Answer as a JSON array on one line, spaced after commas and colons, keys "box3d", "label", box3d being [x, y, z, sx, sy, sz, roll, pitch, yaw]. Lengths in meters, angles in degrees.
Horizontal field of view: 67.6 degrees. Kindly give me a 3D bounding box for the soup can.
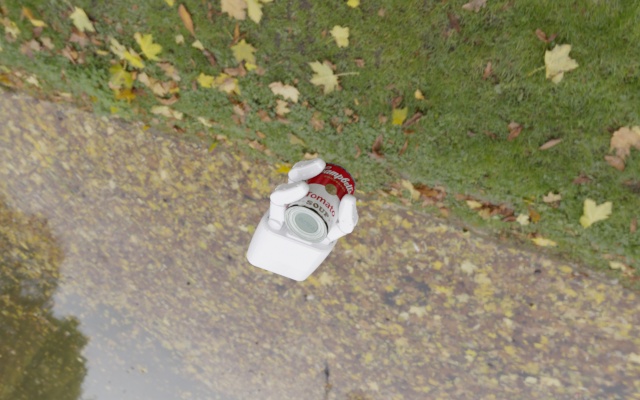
[{"box3d": [0.000, 0.002, 0.674, 0.068, 0.068, 0.102, 0, 38, 32], "label": "soup can"}]
